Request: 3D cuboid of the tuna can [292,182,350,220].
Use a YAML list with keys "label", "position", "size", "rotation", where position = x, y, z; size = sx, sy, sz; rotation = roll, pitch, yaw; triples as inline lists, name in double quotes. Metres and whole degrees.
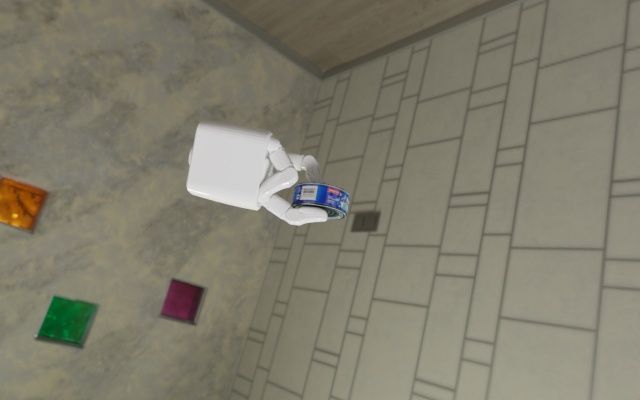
- label: "tuna can"
  position: [0.000, 0.003, 0.719]
  size: [0.086, 0.033, 0.086]
  rotation: [9, -16, 3]
